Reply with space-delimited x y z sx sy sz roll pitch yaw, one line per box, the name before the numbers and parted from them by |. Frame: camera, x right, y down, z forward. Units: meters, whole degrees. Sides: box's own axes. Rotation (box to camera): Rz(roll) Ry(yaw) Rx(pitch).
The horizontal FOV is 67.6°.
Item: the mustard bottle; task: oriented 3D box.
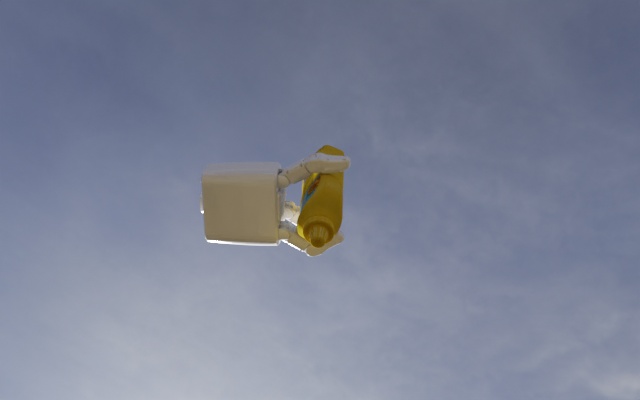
mustard bottle | 0.000 0.002 0.677 0.058 0.096 0.191 23 30 -10
